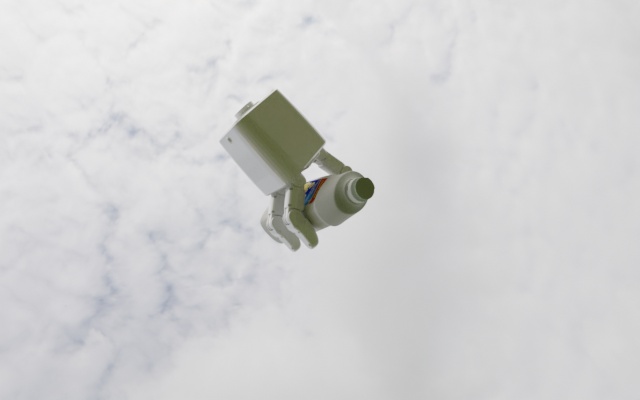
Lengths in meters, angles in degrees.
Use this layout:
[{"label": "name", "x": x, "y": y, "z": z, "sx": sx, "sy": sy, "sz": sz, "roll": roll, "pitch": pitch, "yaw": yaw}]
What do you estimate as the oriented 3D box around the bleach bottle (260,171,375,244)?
[{"label": "bleach bottle", "x": 0.000, "y": 0.002, "z": 0.687, "sx": 0.102, "sy": 0.068, "sz": 0.251, "roll": -50, "pitch": 14, "yaw": -27}]
